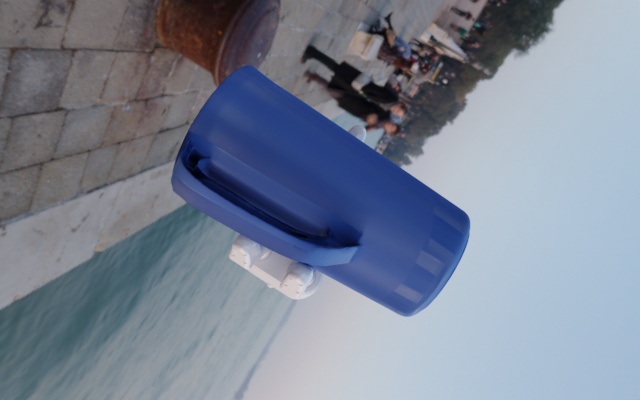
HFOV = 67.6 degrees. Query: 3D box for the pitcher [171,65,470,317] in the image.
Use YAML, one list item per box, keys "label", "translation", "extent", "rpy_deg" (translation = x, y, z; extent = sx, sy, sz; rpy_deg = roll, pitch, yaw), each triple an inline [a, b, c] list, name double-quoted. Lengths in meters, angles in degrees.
- label: "pitcher"
  translation: [0.000, 0.001, 0.418]
  extent: [0.243, 0.149, 0.145]
  rpy_deg: [31, -20, 3]
